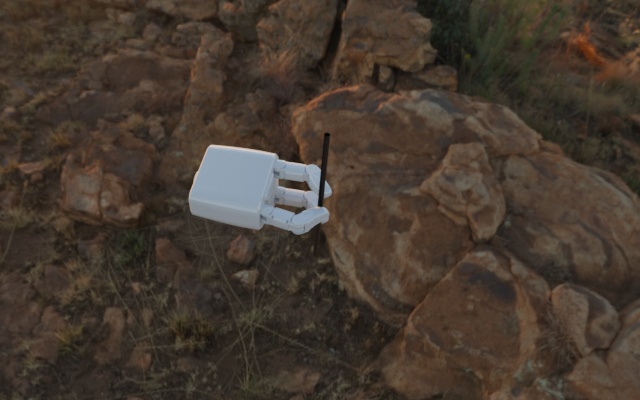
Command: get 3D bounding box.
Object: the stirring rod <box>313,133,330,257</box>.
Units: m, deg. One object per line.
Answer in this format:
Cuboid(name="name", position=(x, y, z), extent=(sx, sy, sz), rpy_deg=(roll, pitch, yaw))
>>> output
Cuboid(name="stirring rod", position=(0.000, 0.002, 0.689), extent=(0.011, 0.240, 0.011), rpy_deg=(3, 44, -3))
